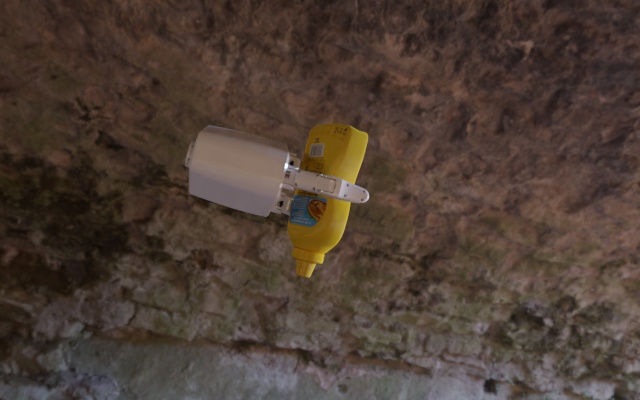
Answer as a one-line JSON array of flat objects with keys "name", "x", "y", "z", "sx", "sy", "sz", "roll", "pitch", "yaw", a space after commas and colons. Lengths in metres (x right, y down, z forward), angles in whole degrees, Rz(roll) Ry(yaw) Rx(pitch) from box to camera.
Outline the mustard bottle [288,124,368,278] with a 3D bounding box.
[{"name": "mustard bottle", "x": 0.000, "y": 0.002, "z": 0.606, "sx": 0.058, "sy": 0.191, "sz": 0.096, "roll": 18, "pitch": -6, "yaw": -34}]
